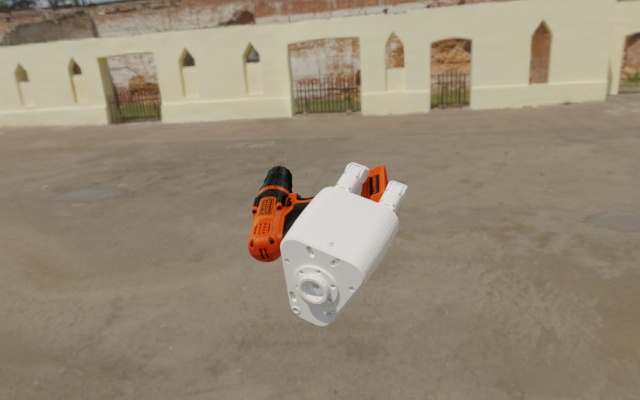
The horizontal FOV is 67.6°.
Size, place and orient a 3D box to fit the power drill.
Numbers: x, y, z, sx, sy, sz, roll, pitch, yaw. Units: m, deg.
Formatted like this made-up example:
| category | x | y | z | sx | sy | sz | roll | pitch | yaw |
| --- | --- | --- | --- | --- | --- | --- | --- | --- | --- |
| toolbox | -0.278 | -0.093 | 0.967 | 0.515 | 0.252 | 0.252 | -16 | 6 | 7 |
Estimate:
| category | x | y | z | sx | sy | sz | roll | pitch | yaw |
| --- | --- | --- | --- | --- | --- | --- | --- | --- | --- |
| power drill | 0.001 | 0.002 | 0.653 | 0.187 | 0.057 | 0.184 | -9 | 38 | 11 |
